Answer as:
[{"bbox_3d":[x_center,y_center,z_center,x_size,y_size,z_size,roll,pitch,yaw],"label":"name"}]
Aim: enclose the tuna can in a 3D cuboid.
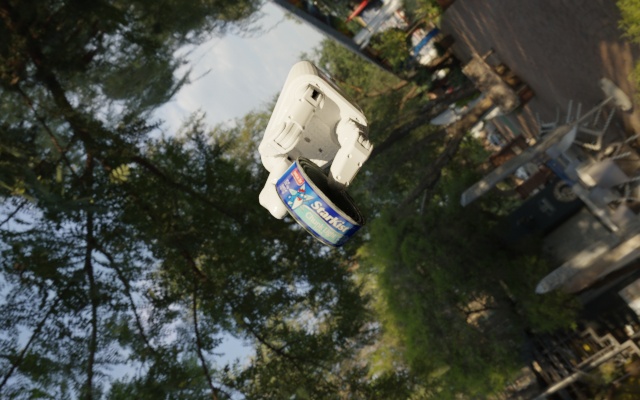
[{"bbox_3d":[0.000,0.002,0.434,0.034,0.086,0.086,-45,-13,13],"label":"tuna can"}]
